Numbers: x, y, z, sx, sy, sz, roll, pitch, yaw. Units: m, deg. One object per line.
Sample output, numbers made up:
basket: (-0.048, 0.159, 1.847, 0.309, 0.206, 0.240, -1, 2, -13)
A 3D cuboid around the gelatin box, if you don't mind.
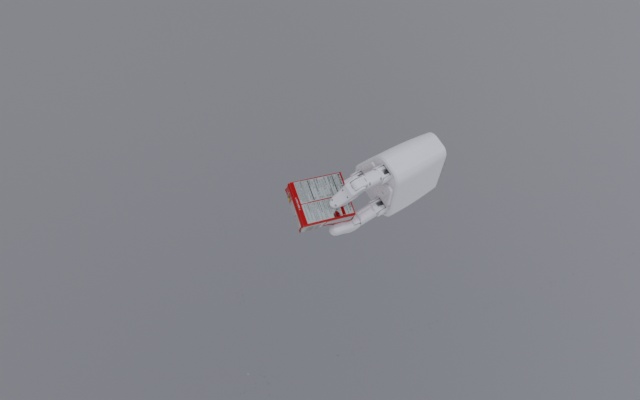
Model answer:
gelatin box: (0.000, 0.002, 0.719, 0.089, 0.073, 0.030, -13, -19, -21)
